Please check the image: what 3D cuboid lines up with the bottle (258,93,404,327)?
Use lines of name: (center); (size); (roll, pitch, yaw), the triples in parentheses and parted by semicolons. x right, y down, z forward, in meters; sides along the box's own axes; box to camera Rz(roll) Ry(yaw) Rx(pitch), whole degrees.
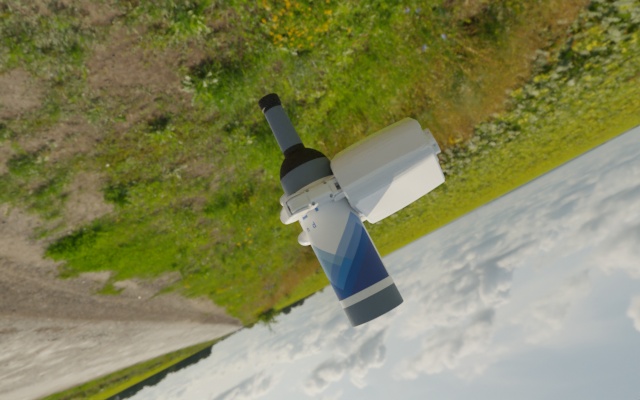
bottle: (0.000, 0.002, 0.573); (0.069, 0.295, 0.069); (-26, -10, -5)
